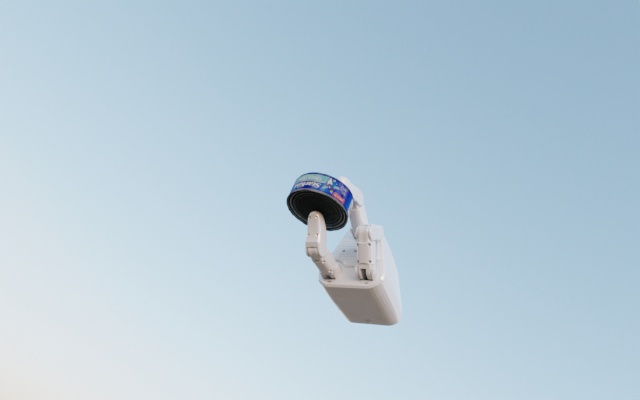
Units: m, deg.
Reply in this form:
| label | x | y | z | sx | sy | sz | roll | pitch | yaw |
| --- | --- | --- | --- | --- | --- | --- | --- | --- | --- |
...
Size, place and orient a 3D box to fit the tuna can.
| label | x | y | z | sx | sy | sz | roll | pitch | yaw |
| --- | --- | --- | --- | --- | --- | --- | --- | --- | --- |
| tuna can | 0.000 | 0.002 | 0.635 | 0.086 | 0.033 | 0.086 | 15 | -35 | 11 |
